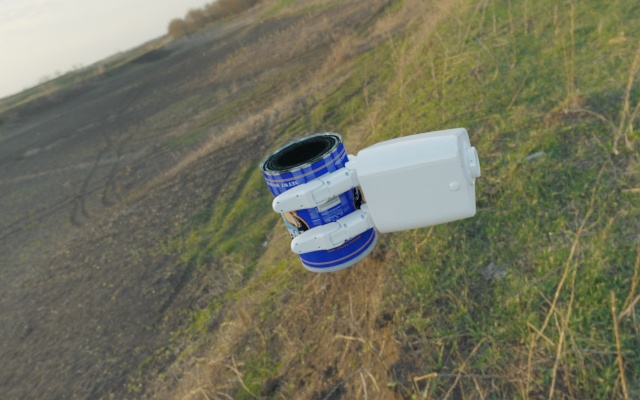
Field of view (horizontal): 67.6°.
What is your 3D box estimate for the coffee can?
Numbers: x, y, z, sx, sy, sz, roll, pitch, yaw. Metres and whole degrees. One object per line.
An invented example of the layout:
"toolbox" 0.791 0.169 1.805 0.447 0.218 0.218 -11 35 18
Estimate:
"coffee can" 0.000 0.002 0.585 0.103 0.140 0.102 -18 24 8
